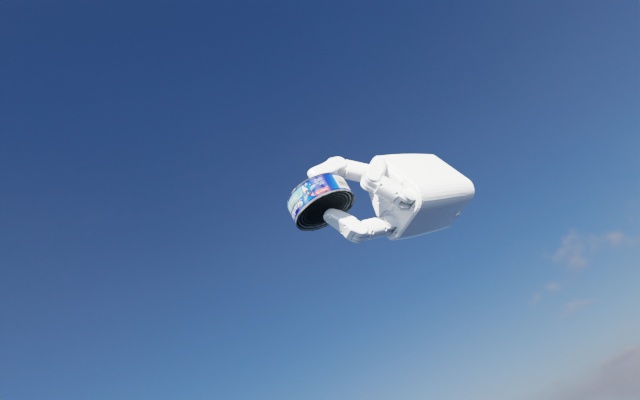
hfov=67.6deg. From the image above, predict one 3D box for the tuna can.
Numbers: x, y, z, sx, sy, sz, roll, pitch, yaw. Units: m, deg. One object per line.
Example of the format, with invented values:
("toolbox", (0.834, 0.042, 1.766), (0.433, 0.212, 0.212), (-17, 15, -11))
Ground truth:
("tuna can", (0.000, 0.002, 0.630), (0.086, 0.033, 0.086), (-22, -28, -13))
